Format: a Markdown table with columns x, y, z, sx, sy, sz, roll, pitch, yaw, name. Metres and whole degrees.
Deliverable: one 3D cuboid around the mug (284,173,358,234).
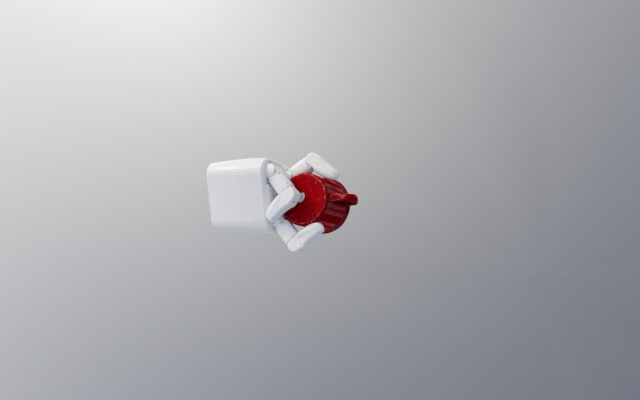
| x | y | z | sx | sy | sz | roll | pitch | yaw | name |
| --- | --- | --- | --- | --- | --- | --- | --- | --- | --- |
| 0.001 | 0.002 | 0.742 | 0.117 | 0.093 | 0.081 | -2 | -9 | 24 | mug |
